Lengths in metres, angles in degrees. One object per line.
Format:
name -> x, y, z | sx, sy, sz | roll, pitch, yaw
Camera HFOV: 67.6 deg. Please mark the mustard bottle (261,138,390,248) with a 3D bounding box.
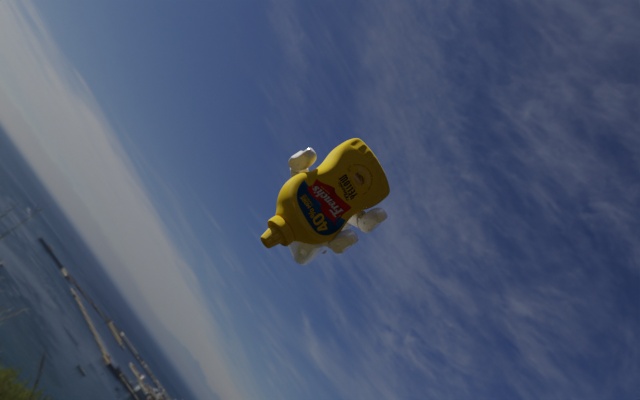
mustard bottle -> 0.000, 0.002, 0.635 | 0.191, 0.096, 0.058 | -36, 13, -24
